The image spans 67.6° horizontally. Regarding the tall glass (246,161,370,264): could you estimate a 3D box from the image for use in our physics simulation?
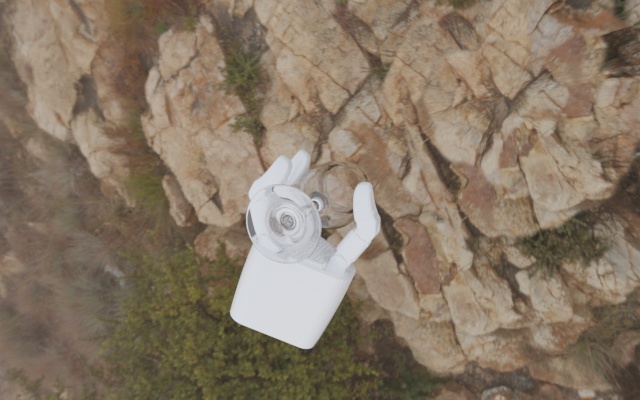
[{"bbox_3d":[0.000,0.002,0.518,0.079,0.079,0.201,0,12,21],"label":"tall glass"}]
